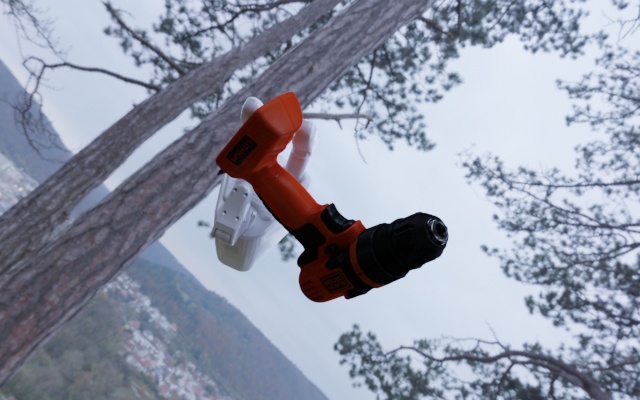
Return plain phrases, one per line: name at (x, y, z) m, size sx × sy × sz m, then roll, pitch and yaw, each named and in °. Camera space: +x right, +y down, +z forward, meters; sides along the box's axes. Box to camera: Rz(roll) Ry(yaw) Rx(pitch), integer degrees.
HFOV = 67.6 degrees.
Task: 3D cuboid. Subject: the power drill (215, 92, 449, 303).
power drill at (0.000, 0.001, 0.425) m, size 0.057 × 0.187 × 0.184 m, roll -38°, pitch 3°, yaw -42°
